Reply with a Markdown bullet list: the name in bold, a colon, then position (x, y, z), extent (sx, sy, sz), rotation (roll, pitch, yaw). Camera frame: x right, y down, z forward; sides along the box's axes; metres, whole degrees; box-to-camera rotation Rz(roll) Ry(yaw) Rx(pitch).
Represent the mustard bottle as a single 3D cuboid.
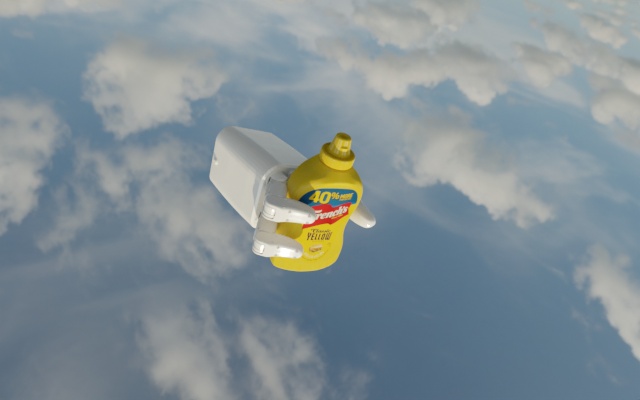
- **mustard bottle**: position (0.000, 0.002, 0.590), extent (0.096, 0.192, 0.058), rotation (2, 38, -24)
